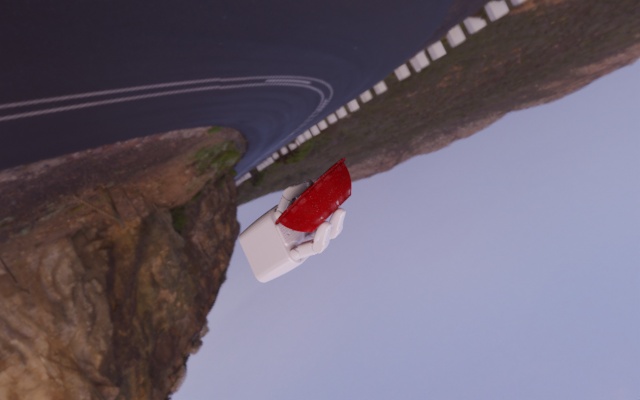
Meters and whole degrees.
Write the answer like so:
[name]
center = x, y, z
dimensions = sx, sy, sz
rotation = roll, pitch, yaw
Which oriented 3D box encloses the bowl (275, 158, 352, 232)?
[bowl]
center = 0.001, 0.002, 0.796
dimensions = 0.162, 0.055, 0.162
rotation = -44, -2, -2
